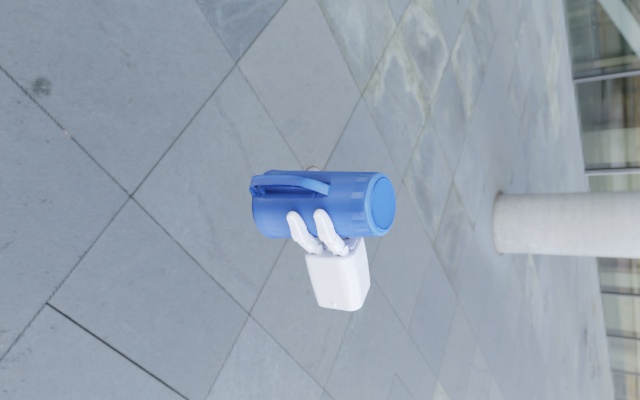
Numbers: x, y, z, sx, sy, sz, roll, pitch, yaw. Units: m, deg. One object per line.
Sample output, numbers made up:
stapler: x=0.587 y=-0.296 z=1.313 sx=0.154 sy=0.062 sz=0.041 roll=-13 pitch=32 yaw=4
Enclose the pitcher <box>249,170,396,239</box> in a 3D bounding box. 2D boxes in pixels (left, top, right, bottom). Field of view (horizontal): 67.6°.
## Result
pitcher: x=0.000 y=0.003 z=0.850 sx=0.243 sy=0.145 sz=0.149 roll=-1 pitch=20 yaw=34
